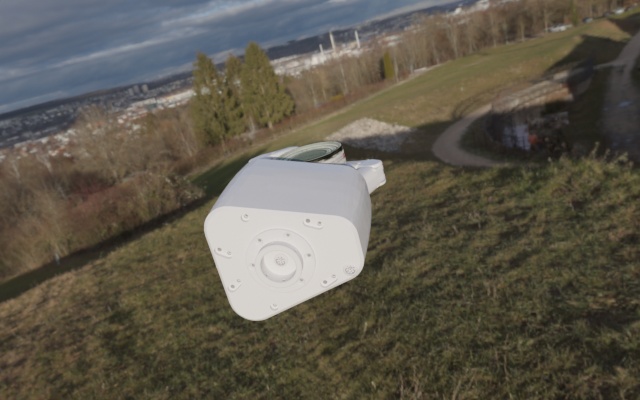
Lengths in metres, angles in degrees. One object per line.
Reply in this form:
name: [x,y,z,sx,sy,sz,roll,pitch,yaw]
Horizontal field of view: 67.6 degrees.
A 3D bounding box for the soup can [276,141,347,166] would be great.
soup can: [0.000,0.001,0.462,0.068,0.102,0.068,-13,19,5]
